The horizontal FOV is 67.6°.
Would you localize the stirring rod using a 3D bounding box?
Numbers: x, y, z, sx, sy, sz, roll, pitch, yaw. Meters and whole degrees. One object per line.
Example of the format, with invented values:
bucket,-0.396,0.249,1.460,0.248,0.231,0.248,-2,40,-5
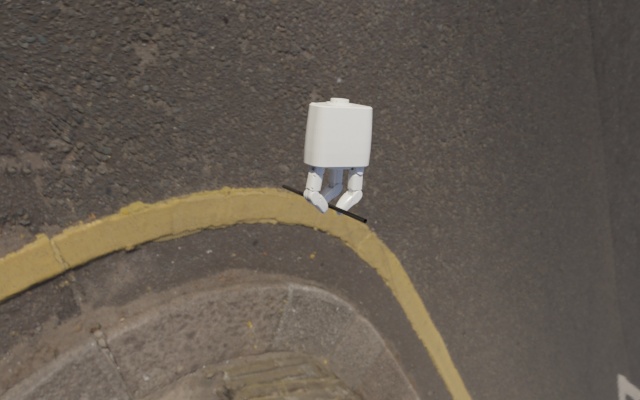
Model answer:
stirring rod,0.000,0.003,0.893,0.011,0.011,0.239,0,15,-41
